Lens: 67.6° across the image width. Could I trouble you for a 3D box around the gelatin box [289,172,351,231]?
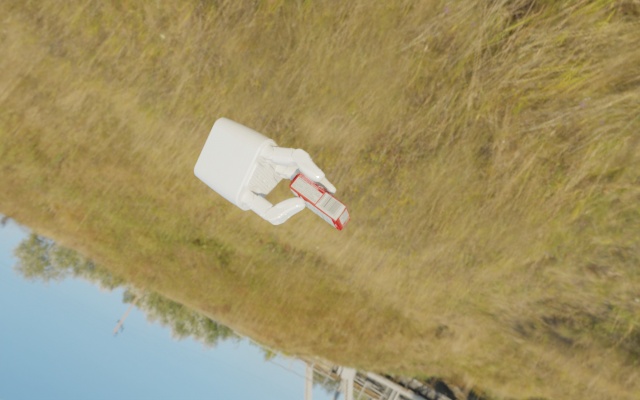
[{"bbox_3d":[0.000,0.003,0.702,0.089,0.030,0.073,37,-7,15],"label":"gelatin box"}]
